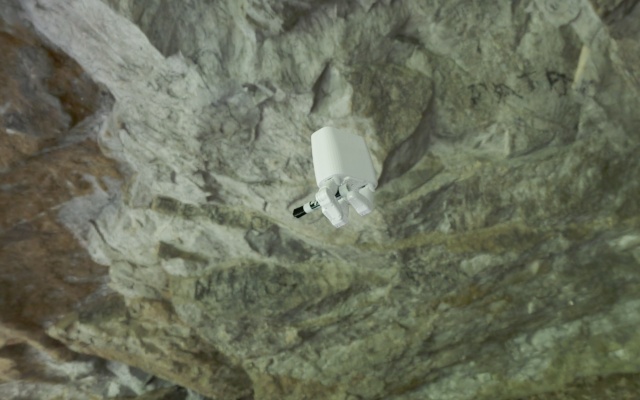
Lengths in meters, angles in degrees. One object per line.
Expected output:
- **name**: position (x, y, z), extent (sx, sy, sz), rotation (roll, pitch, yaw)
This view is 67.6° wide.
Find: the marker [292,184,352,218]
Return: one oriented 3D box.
- **marker**: position (0.000, 0.003, 0.837), extent (0.121, 0.020, 0.020), rotation (-26, -13, 28)
